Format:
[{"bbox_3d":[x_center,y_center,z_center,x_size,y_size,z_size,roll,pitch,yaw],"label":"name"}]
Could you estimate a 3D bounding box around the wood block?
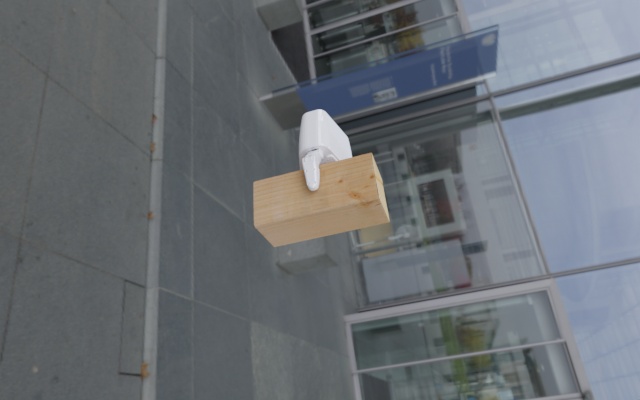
[{"bbox_3d":[0.000,0.002,0.798,0.206,0.090,0.091,-13,-33,13],"label":"wood block"}]
